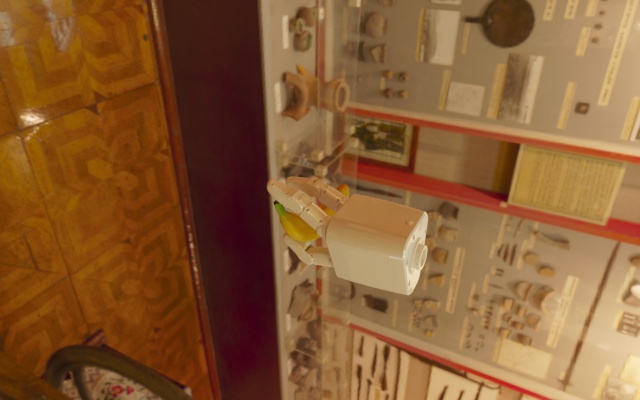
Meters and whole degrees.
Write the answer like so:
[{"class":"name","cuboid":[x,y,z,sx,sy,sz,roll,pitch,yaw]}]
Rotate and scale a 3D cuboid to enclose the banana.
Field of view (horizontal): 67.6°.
[{"class":"banana","cuboid":[-0.003,0.021,0.715,0.037,0.069,0.198,11,13,28]}]
